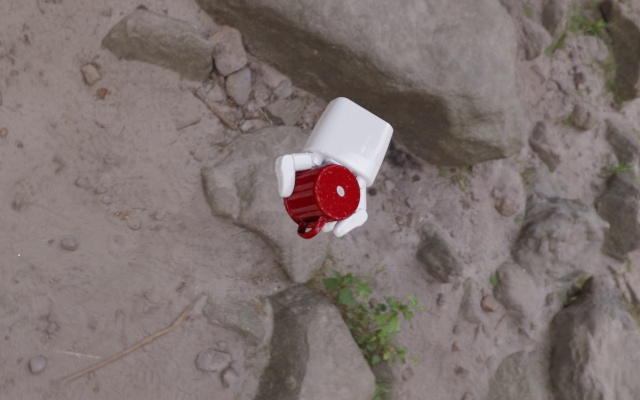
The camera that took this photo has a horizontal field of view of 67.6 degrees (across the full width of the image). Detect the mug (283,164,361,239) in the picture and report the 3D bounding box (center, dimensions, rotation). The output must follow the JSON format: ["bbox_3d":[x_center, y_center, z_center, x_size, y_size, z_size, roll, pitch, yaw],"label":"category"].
[{"bbox_3d":[0.000,0.003,0.696,0.093,0.117,0.081,35,-24,-24],"label":"mug"}]
